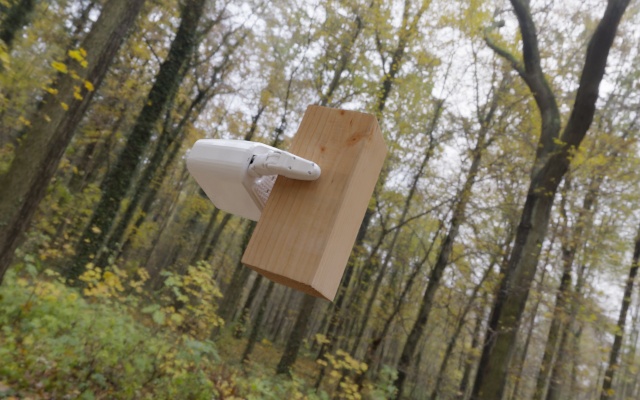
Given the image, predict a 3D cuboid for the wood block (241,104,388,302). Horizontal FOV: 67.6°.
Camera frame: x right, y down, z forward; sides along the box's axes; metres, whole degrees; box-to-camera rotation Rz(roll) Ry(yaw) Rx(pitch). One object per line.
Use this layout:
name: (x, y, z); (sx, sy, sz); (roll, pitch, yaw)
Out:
wood block: (0.000, 0.002, 0.567); (0.090, 0.206, 0.091); (14, -17, 24)
